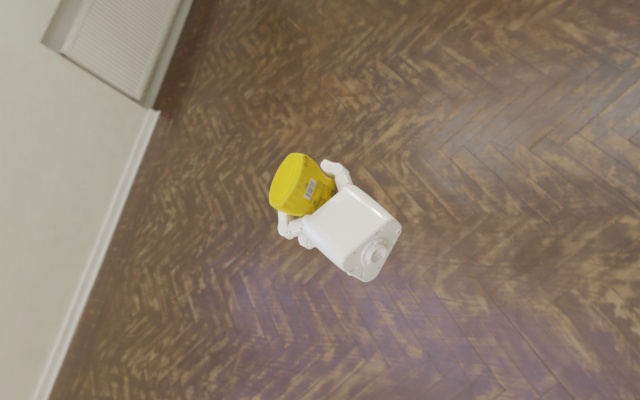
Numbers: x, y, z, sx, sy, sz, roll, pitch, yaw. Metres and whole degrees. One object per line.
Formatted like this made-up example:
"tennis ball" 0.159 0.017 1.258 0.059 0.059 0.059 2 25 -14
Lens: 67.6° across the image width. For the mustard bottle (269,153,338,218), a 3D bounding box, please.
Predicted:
"mustard bottle" 0.000 0.002 0.814 0.058 0.096 0.192 9 -18 42
